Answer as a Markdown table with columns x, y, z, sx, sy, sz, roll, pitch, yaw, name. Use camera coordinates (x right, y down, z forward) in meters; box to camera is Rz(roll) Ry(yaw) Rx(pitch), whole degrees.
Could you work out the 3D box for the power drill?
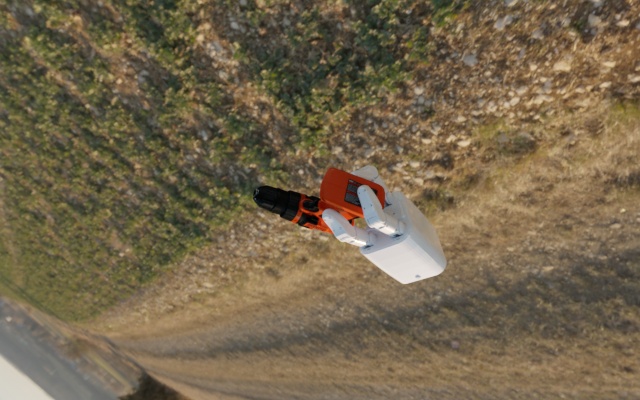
| x | y | z | sx | sy | sz | roll | pitch | yaw | name |
| --- | --- | --- | --- | --- | --- | --- | --- | --- | --- |
| 0.001 | 0.003 | 0.757 | 0.184 | 0.057 | 0.188 | 18 | -17 | -20 | power drill |
